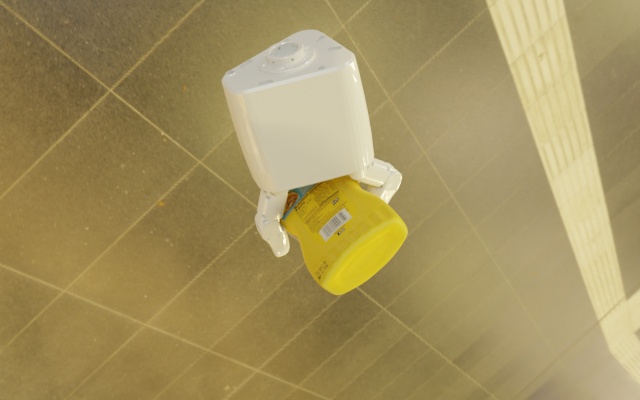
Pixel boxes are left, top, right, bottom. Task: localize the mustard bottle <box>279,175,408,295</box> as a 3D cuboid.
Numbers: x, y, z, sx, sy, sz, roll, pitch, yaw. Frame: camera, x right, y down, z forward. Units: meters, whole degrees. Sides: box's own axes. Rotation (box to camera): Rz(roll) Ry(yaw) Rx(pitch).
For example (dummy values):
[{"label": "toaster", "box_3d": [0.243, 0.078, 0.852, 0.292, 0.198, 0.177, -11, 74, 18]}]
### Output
[{"label": "mustard bottle", "box_3d": [0.000, 0.002, 0.498, 0.058, 0.096, 0.191, 41, 7, -44]}]
